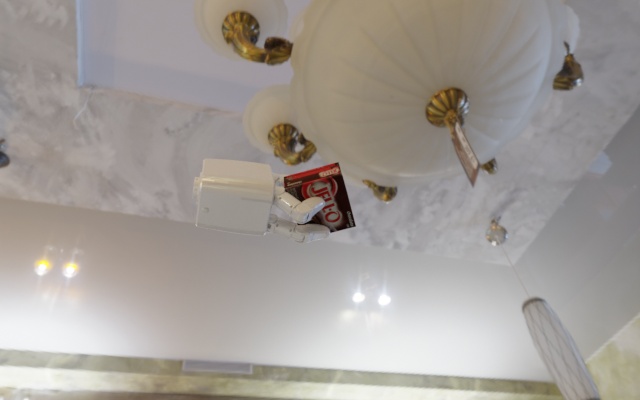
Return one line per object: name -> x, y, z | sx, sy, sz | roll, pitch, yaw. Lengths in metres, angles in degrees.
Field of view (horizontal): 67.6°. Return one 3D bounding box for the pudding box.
pudding box -> 0.000, 0.002, 0.748 | 0.090, 0.114, 0.039 | -15, 41, 5
